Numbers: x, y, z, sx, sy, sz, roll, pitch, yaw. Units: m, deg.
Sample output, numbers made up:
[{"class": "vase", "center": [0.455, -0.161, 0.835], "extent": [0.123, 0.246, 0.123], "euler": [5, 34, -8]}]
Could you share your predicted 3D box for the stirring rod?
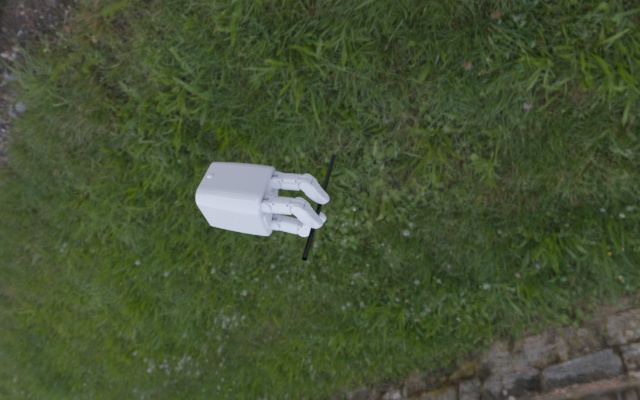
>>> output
[{"class": "stirring rod", "center": [0.000, 0.003, 0.787], "extent": [0.011, 0.011, 0.239], "euler": [0, 44, 16]}]
